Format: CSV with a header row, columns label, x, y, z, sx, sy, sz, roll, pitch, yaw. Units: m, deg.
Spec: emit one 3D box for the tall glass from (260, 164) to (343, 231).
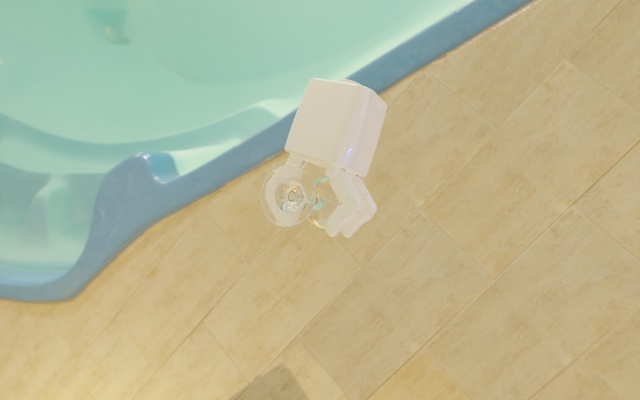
label,x,y,z,sx,sy,sz,roll,pitch,yaw
tall glass,0.000,0.002,0.652,0.079,0.079,0.201,0,-5,23
